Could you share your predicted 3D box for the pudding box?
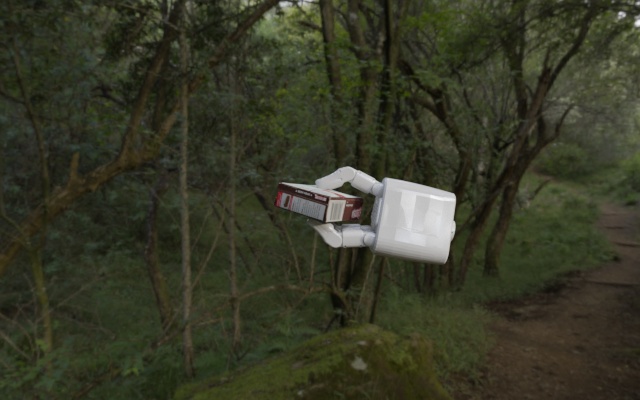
[{"bbox_3d":[0.000,0.002,0.703,0.090,0.039,0.113,16,6,28],"label":"pudding box"}]
